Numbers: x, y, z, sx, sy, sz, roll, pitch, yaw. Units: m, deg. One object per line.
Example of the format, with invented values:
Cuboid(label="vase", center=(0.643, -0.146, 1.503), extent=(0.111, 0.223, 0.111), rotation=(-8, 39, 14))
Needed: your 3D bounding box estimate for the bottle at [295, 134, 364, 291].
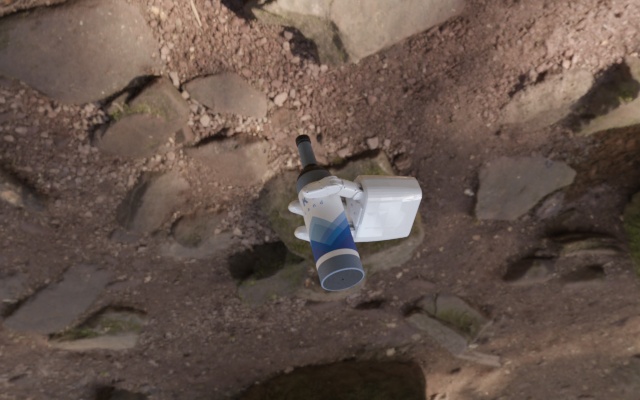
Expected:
Cuboid(label="bottle", center=(0.000, 0.003, 0.791), extent=(0.069, 0.295, 0.069), rotation=(-11, -36, -8))
